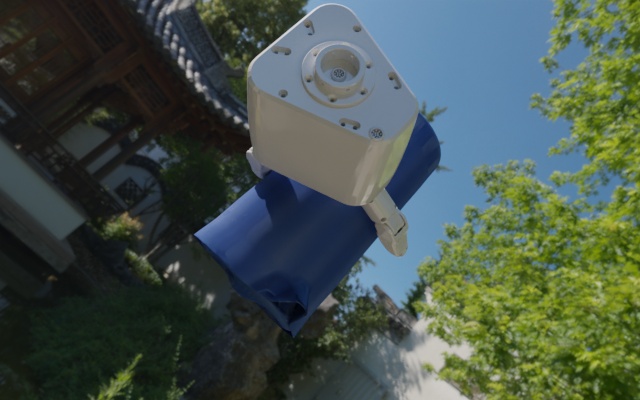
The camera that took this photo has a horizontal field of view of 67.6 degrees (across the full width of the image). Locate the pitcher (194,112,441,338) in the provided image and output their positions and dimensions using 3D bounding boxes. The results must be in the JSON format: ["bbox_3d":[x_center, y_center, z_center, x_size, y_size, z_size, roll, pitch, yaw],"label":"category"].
[{"bbox_3d":[0.000,0.002,0.486,0.149,0.242,0.145,42,-17,13],"label":"pitcher"}]
